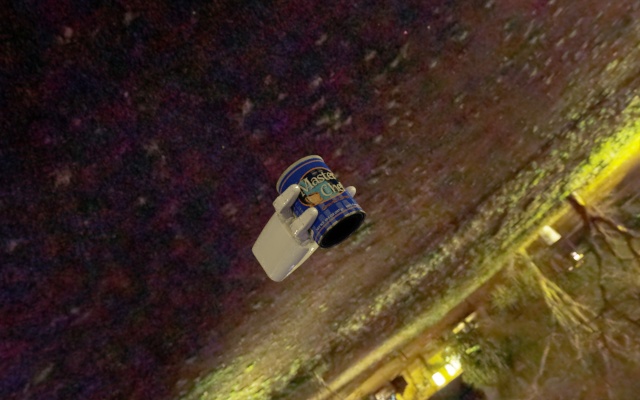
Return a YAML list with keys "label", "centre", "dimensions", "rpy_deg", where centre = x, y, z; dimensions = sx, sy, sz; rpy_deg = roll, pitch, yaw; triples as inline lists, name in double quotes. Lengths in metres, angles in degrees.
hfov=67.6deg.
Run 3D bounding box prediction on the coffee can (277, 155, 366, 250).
- label: "coffee can"
  centre: [0.000, 0.003, 0.865]
  dimensions: [0.103, 0.140, 0.103]
  rpy_deg: [-31, -24, -15]
